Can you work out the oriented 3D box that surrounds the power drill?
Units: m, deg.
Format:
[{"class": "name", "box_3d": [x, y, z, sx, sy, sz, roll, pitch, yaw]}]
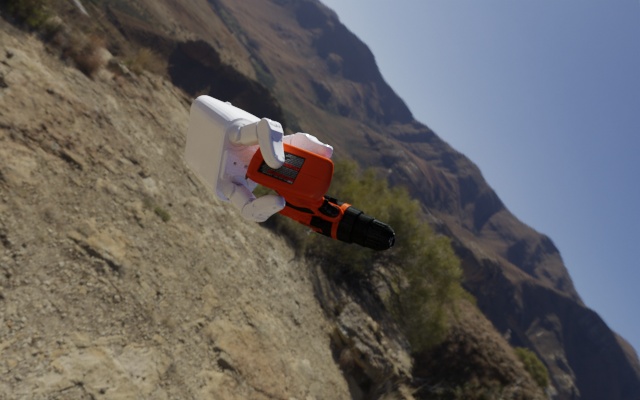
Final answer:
[{"class": "power drill", "box_3d": [0.000, 0.002, 0.612, 0.184, 0.057, 0.188, 19, -16, 23]}]
